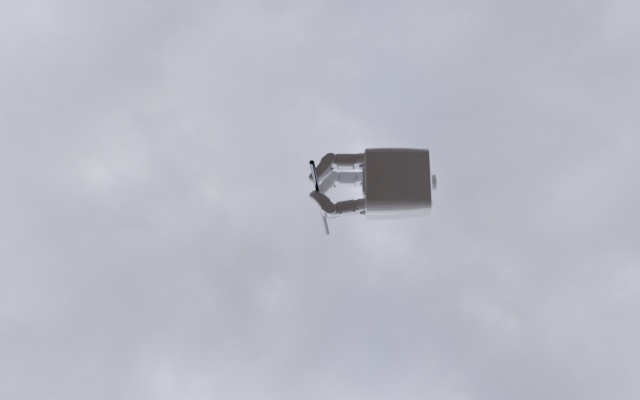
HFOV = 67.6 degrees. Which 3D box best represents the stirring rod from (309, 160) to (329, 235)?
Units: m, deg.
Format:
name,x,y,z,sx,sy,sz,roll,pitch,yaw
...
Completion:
name,x,y,z,sx,sy,sz,roll,pitch,yaw
stirring rod,0.000,0.003,0.823,0.011,0.011,0.240,0,-30,7
